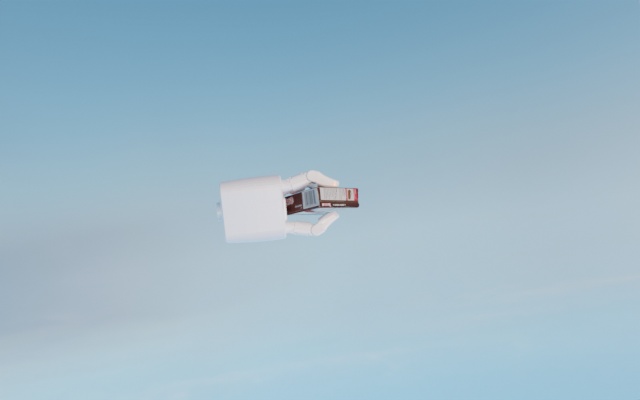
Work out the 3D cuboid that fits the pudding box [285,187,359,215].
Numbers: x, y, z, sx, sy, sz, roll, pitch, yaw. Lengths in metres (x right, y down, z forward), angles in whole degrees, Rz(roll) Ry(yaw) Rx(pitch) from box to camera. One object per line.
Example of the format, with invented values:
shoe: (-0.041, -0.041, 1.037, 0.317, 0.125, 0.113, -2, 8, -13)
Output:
pudding box: (0.000, 0.003, 0.853, 0.090, 0.039, 0.113, 0, -7, -36)
